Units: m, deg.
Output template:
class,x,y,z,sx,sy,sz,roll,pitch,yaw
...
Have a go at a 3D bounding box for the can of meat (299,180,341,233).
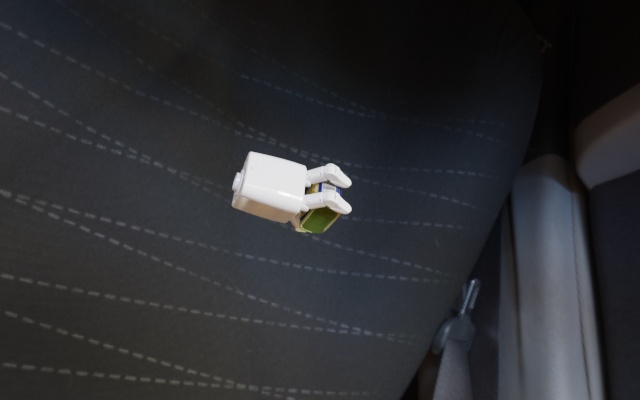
class,x,y,z,sx,sy,sz,roll,pitch,yaw
can of meat,0.000,0.003,0.891,0.057,0.084,0.102,18,-37,-18
